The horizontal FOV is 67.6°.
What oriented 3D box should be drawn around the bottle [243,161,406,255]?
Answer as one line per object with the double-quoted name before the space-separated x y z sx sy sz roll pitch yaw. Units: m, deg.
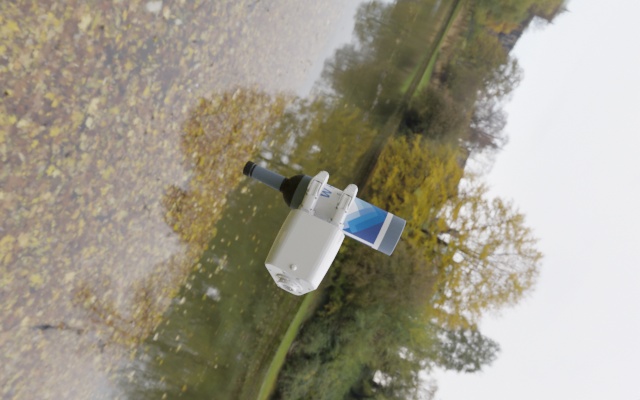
"bottle" 0.000 0.003 0.835 0.295 0.069 0.069 25 3 6
